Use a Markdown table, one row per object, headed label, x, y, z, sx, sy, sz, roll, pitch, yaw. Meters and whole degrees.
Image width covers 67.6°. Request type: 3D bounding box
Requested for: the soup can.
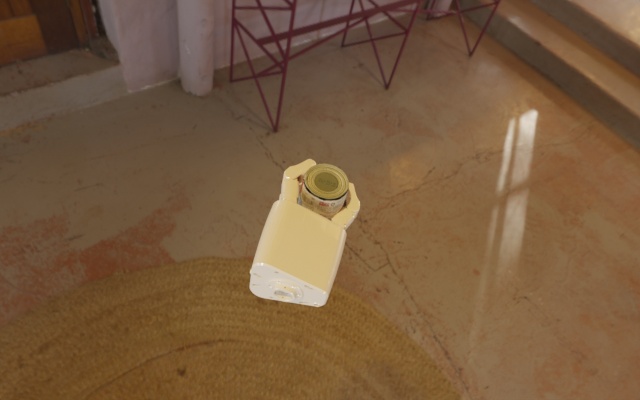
| label | x | y | z | sx | sy | sz | roll | pitch | yaw |
| --- | --- | --- | --- | --- | --- | --- | --- | --- | --- |
| soup can | 0.000 | 0.002 | 0.714 | 0.068 | 0.068 | 0.102 | 0 | -37 | -12 |
